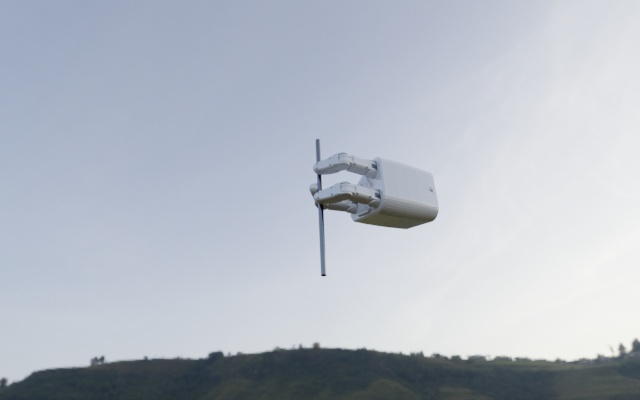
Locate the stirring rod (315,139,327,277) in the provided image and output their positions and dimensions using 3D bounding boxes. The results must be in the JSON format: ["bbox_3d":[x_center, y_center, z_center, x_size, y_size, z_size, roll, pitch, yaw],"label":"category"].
[{"bbox_3d":[0.000,0.003,0.730,0.011,0.239,0.011,-2,-31,-1],"label":"stirring rod"}]
